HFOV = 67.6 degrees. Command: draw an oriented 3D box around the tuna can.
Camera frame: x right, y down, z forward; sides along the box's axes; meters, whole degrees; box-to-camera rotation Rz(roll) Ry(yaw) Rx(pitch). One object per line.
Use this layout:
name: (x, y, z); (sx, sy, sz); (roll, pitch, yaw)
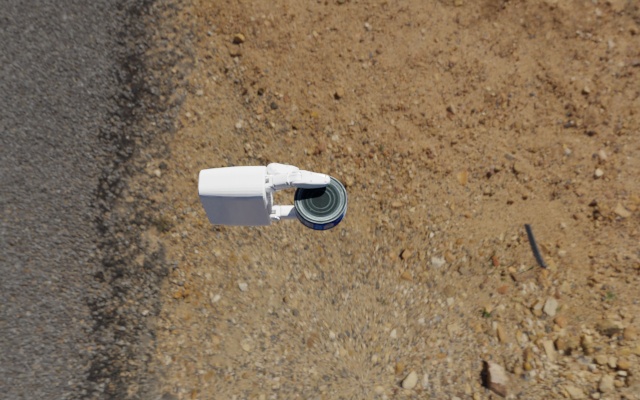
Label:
tuna can: (0.000, 0.002, 0.759); (0.086, 0.086, 0.034); (0, -21, -1)
